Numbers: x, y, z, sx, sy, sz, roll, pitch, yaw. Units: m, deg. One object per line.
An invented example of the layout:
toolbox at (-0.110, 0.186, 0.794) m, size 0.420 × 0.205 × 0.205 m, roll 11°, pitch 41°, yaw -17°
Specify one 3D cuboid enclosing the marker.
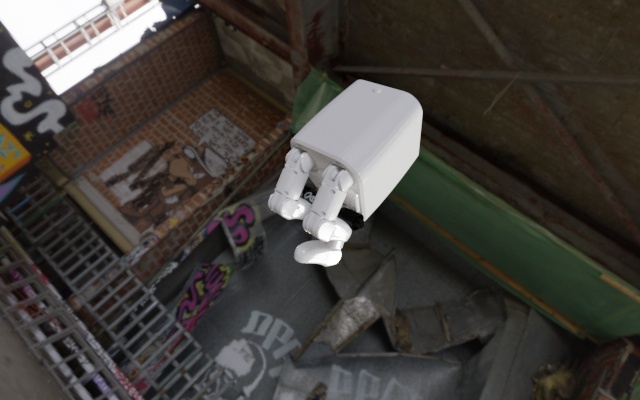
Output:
marker at (0.000, 0.002, 0.514) m, size 0.121 × 0.020 × 0.020 m, roll 28°, pitch 19°, yaw 39°
